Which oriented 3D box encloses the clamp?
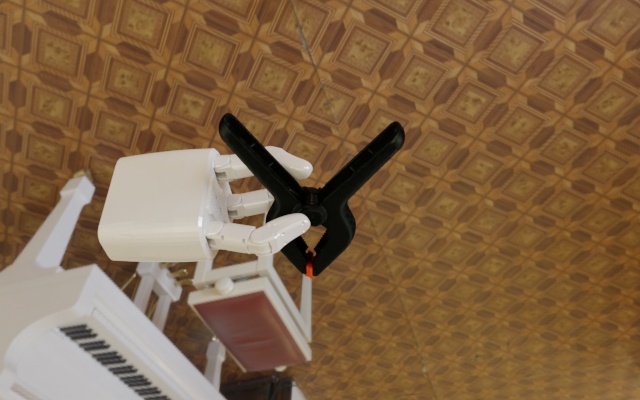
[{"bbox_3d":[0.000,0.003,0.479,0.164,0.210,0.036,-1,42,7],"label":"clamp"}]
